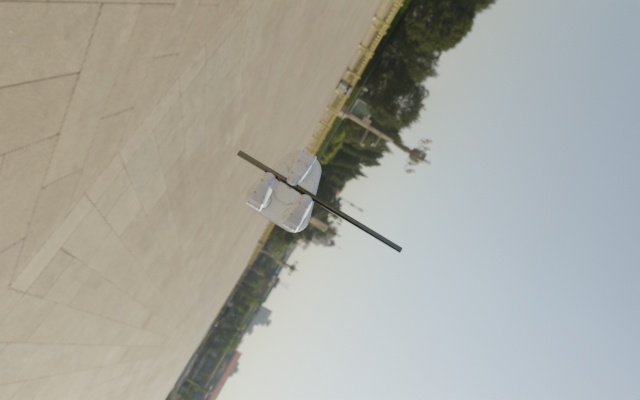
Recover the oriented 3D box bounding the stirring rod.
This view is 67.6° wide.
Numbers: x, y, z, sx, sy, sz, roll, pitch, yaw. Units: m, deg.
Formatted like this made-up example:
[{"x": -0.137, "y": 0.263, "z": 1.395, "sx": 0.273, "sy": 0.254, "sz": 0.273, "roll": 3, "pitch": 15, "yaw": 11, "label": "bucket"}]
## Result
[{"x": 0.000, "y": 0.002, "z": 0.606, "sx": 0.239, "sy": 0.011, "sz": 0.011, "roll": 31, "pitch": -2, "yaw": -3, "label": "stirring rod"}]
